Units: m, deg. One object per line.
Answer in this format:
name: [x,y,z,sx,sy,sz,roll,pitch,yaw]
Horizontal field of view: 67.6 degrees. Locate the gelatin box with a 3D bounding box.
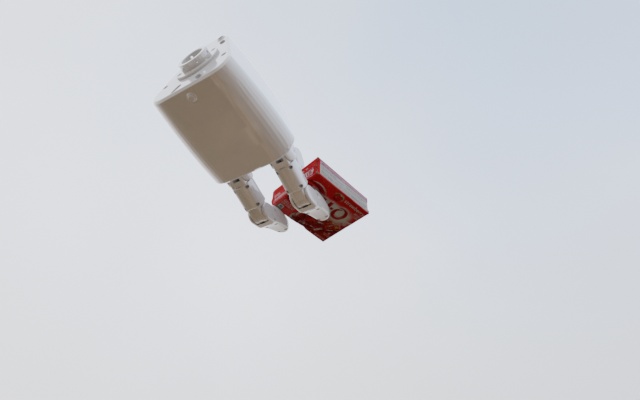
gelatin box: [0.000,0.002,0.553,0.073,0.030,0.089,-34,-55,28]
